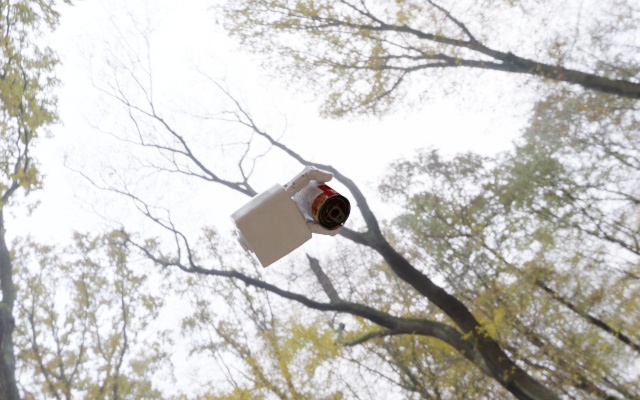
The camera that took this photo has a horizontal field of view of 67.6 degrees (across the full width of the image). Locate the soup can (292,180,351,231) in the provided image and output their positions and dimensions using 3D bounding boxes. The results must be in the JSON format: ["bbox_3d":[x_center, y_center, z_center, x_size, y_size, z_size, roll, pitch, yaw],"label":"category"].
[{"bbox_3d":[0.000,0.002,0.865,0.068,0.068,0.102,0,22,-32],"label":"soup can"}]
